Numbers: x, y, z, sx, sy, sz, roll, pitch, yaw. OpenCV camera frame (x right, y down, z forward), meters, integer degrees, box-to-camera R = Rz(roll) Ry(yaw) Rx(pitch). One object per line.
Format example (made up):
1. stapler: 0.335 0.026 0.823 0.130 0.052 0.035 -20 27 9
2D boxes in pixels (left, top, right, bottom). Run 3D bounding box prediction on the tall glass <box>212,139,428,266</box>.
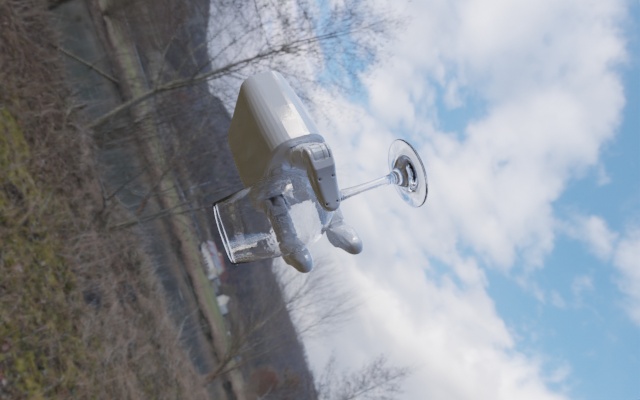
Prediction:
1. tall glass: 0.001 0.001 0.469 0.201 0.079 0.079 -19 5 -17
